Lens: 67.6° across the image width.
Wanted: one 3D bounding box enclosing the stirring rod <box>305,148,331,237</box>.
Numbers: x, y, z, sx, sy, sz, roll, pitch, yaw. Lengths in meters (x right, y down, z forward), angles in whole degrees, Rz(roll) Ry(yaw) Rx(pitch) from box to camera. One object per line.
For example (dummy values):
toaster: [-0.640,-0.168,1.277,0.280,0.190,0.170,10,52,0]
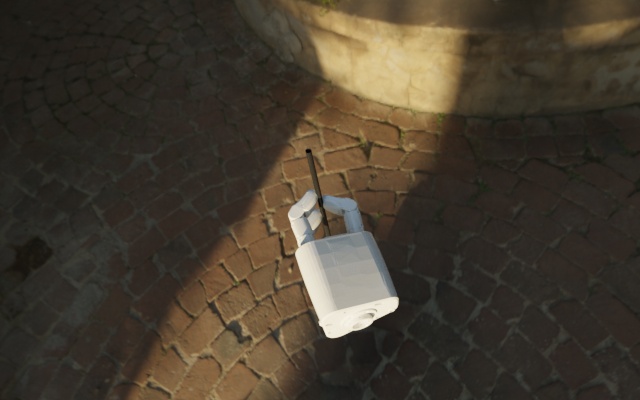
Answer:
stirring rod: [0.000,0.002,0.707,0.011,0.011,0.240,0,-33,9]
